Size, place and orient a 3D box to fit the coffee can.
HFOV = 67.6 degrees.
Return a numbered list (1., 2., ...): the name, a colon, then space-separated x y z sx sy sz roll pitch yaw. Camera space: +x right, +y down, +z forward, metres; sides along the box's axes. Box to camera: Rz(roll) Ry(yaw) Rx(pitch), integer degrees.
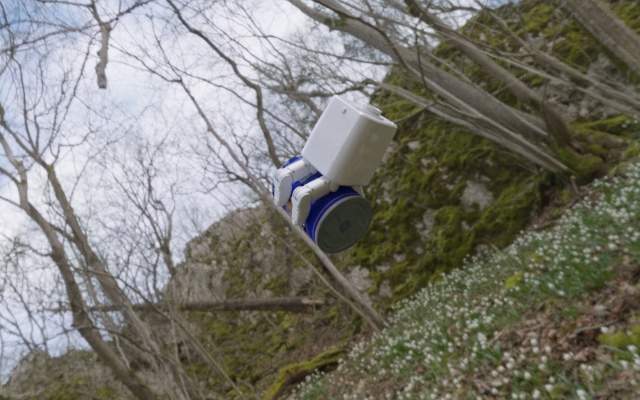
1. coffee can: 0.000 0.003 0.761 0.103 0.103 0.140 0 32 -40
